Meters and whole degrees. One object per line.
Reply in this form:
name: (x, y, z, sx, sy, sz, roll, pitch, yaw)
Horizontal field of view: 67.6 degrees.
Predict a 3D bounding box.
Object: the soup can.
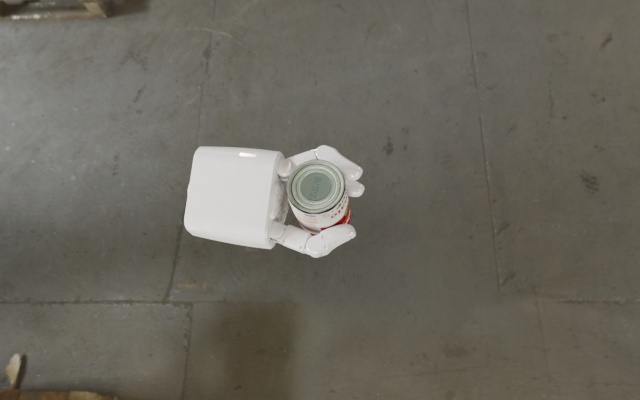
soup can: (0.001, 0.002, 0.570, 0.068, 0.068, 0.102, 0, -22, 7)
